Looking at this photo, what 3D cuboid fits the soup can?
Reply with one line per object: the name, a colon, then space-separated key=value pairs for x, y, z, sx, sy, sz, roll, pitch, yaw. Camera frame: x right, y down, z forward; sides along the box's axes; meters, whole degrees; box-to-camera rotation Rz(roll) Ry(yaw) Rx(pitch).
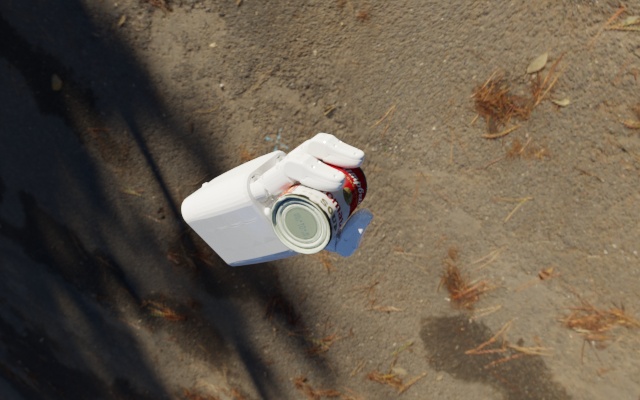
soup can: x=0.000 y=0.002 z=0.497 sx=0.068 sy=0.068 sz=0.102 roll=0 pitch=26 yaw=27
